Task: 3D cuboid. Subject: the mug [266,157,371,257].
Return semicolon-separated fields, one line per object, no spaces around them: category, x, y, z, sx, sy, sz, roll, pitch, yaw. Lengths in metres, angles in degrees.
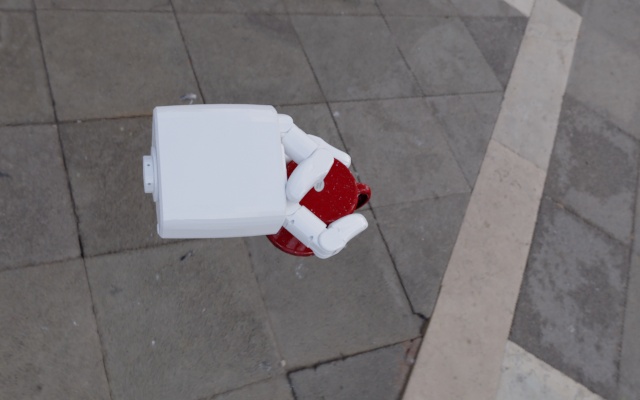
mug;0.002;0.002;0.507;0.117;0.093;0.081;-4;-23;-22
